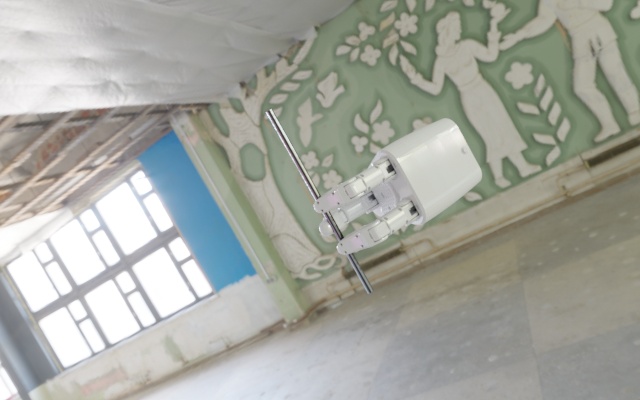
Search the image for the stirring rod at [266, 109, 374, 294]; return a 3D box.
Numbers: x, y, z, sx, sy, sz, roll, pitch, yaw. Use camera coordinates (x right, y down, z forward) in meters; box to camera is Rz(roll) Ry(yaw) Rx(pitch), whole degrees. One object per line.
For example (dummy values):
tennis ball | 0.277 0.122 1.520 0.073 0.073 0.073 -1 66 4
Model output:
stirring rod | 0.000 0.002 0.553 0.011 0.239 0.011 -29 2 1
